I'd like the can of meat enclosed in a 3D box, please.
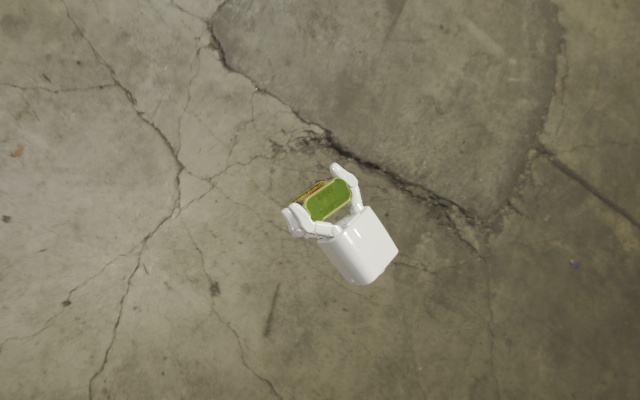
[{"bbox_3d":[0.000,0.003,0.880,0.102,0.057,0.084,-35,7,-20],"label":"can of meat"}]
